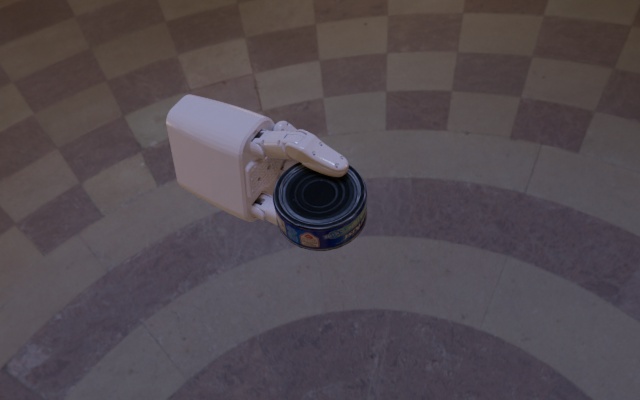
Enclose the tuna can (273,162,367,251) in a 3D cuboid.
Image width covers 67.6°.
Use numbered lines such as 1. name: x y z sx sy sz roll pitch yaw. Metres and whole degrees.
1. tuna can: 0.000 0.001 0.436 0.086 0.086 0.034 0 -38 4
